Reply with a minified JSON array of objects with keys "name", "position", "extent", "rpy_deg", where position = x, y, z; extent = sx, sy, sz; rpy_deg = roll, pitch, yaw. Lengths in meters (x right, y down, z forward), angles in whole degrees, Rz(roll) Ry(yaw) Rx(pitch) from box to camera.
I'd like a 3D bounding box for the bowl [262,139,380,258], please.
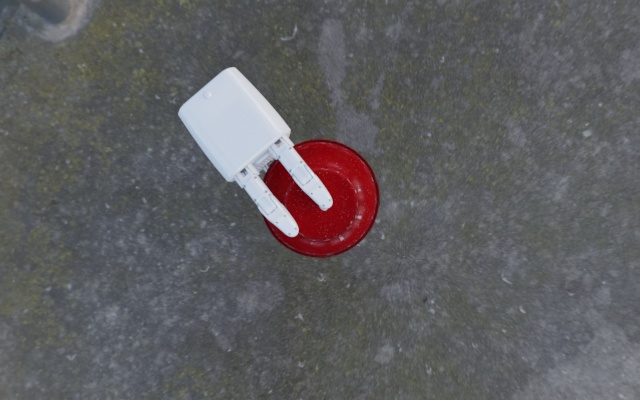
[{"name":"bowl","position":[0.001,0.003,0.617],"extent":[0.162,0.162,0.055],"rpy_deg":[0,8,-2]}]
